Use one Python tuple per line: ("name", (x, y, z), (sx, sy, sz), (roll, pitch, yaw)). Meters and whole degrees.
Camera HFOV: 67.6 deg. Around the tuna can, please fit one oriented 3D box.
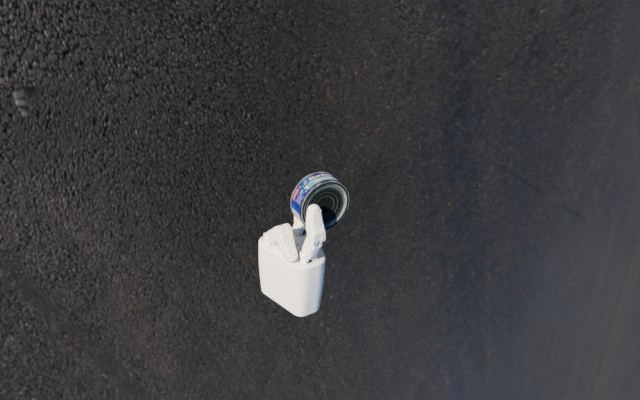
("tuna can", (0.000, 0.003, 0.718), (0.086, 0.086, 0.033), (0, 25, -32))
